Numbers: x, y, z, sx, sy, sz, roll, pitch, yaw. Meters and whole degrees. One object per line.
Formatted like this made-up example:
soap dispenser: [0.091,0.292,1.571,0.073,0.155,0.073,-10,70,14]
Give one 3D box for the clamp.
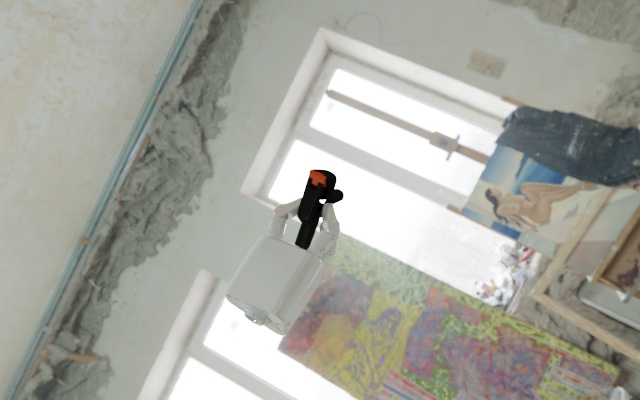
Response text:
clamp: [-0.001,0.002,0.788,0.036,0.164,0.210,27,-29,12]
